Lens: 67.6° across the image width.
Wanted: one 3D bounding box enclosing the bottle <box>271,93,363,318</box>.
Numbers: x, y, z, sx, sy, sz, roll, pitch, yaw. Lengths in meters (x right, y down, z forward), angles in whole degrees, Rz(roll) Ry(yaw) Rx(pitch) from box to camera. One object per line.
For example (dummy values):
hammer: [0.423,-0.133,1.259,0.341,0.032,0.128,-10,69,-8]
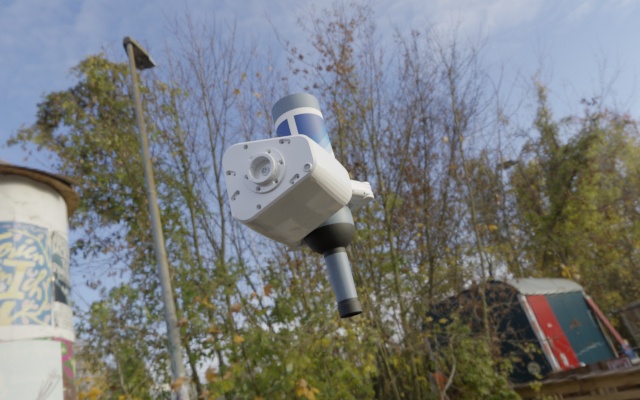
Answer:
bottle: [0.000,0.002,0.610,0.069,0.295,0.069,-13,-22,-5]
